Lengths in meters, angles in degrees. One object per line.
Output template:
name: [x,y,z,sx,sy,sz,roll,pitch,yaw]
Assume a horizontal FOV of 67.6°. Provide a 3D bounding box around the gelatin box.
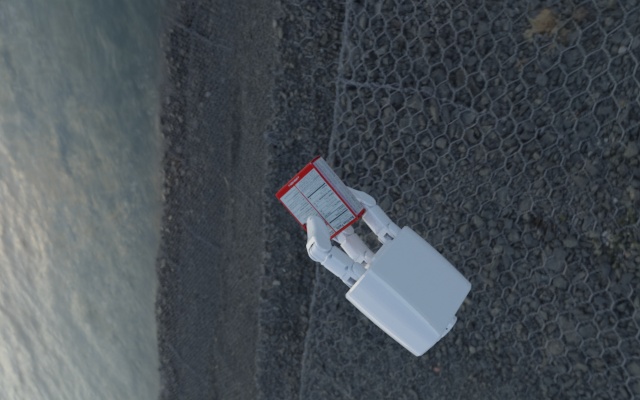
gelatin box: [0.000,0.002,0.583,0.073,0.089,0.030,-40,2,36]
